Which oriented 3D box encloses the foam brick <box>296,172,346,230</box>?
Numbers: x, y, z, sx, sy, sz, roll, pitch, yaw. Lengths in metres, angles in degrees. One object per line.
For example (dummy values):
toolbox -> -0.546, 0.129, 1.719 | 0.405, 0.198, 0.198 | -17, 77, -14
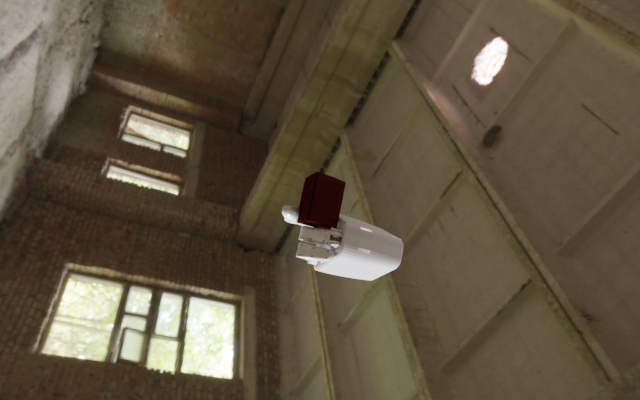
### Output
foam brick -> 0.000, 0.002, 0.748 | 0.051, 0.078, 0.053 | 16, -12, -19
